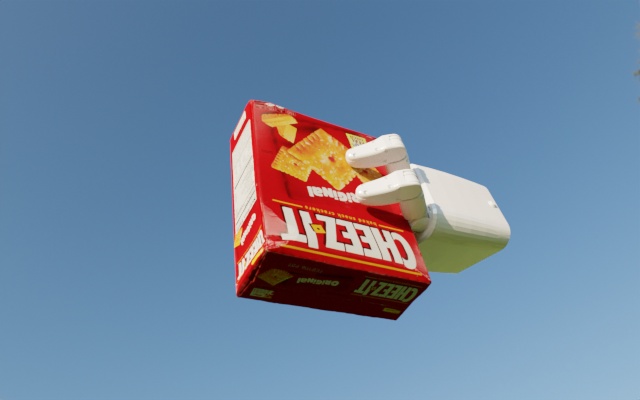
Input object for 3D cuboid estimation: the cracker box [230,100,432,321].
[{"bbox_3d":[0.000,0.002,0.478,0.164,0.213,0.072,14,-51,-24],"label":"cracker box"}]
